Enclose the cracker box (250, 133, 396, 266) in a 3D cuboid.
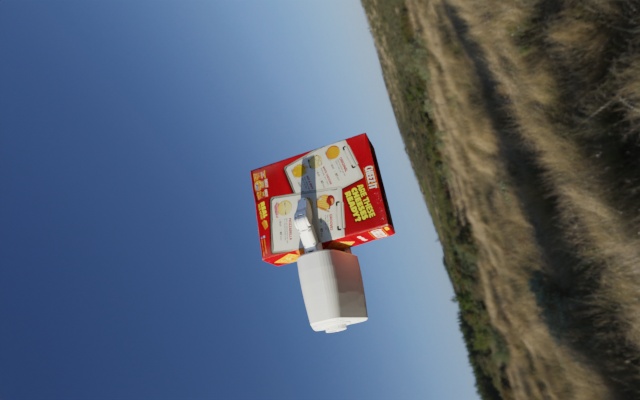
[{"bbox_3d":[0.000,0.003,0.795,0.214,0.164,0.072,-17,-22,15],"label":"cracker box"}]
